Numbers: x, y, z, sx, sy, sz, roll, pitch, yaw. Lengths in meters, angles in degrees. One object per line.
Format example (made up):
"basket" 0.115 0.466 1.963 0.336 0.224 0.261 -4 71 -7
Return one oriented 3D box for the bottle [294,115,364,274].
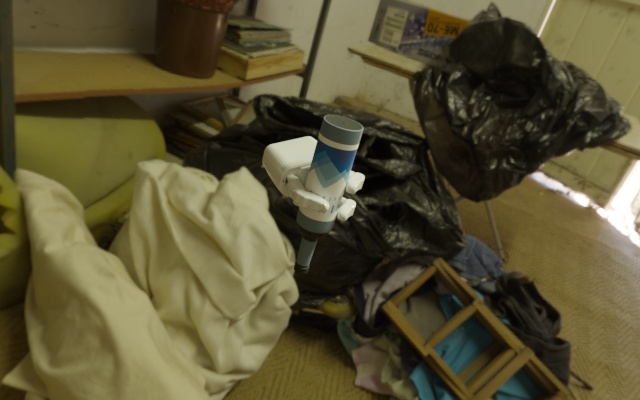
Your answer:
"bottle" 0.000 0.003 0.825 0.069 0.296 0.069 13 27 -7
